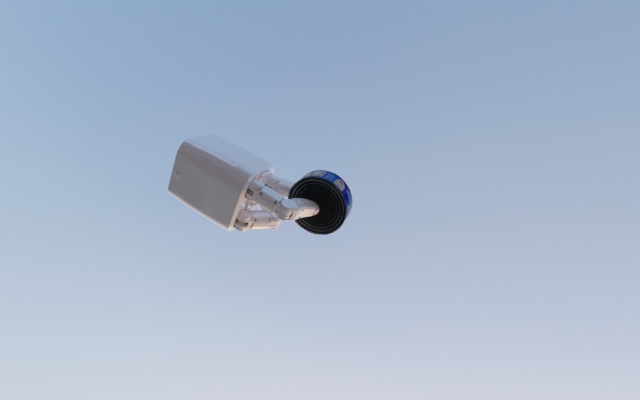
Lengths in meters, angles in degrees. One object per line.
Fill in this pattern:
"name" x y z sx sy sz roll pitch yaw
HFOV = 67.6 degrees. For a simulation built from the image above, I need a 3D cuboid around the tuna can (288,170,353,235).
"tuna can" 0.000 0.002 0.659 0.086 0.086 0.033 0 23 23
